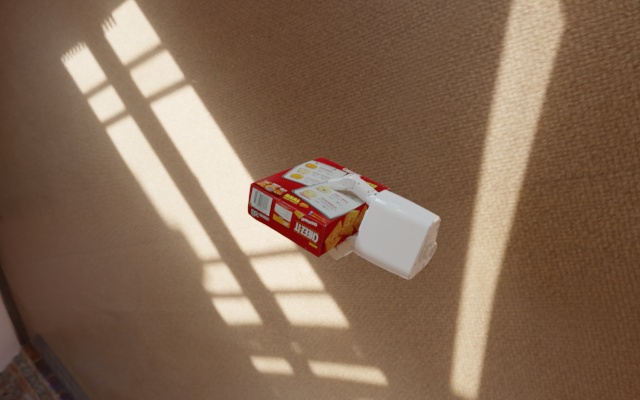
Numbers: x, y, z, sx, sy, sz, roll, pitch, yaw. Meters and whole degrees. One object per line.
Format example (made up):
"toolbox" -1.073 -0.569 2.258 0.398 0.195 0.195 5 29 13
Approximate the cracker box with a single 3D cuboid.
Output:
"cracker box" 0.000 0.003 0.859 0.164 0.072 0.213 28 31 26
